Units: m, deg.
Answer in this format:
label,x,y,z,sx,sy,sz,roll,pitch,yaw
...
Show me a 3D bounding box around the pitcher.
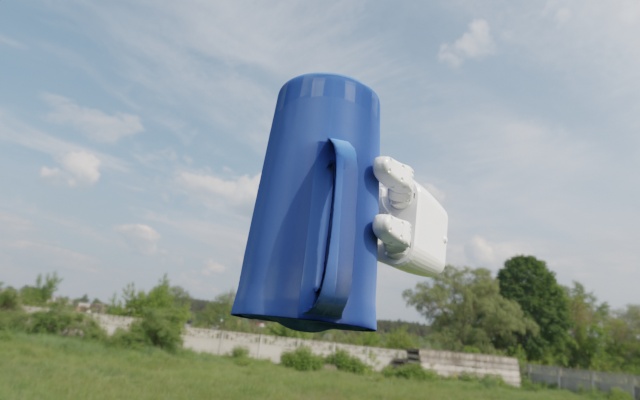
label,x,y,z,sx,sy,sz,roll,pitch,yaw
pitcher,0.000,0.002,0.460,0.149,0.242,0.145,-4,-19,32
